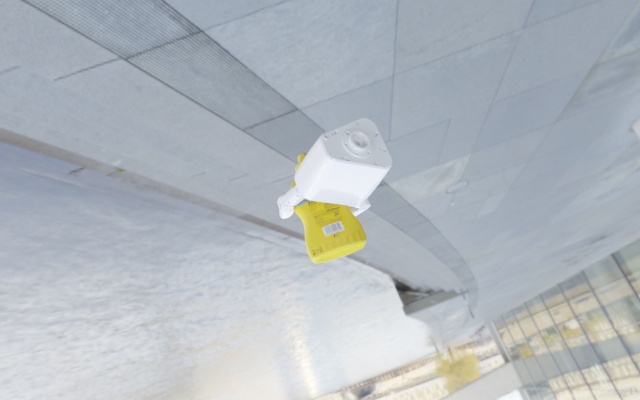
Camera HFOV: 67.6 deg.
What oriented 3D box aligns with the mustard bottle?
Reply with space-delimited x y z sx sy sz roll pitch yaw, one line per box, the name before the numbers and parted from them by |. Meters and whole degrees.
mustard bottle | 0.000 0.003 0.802 0.096 0.191 0.058 -19 -22 -6
